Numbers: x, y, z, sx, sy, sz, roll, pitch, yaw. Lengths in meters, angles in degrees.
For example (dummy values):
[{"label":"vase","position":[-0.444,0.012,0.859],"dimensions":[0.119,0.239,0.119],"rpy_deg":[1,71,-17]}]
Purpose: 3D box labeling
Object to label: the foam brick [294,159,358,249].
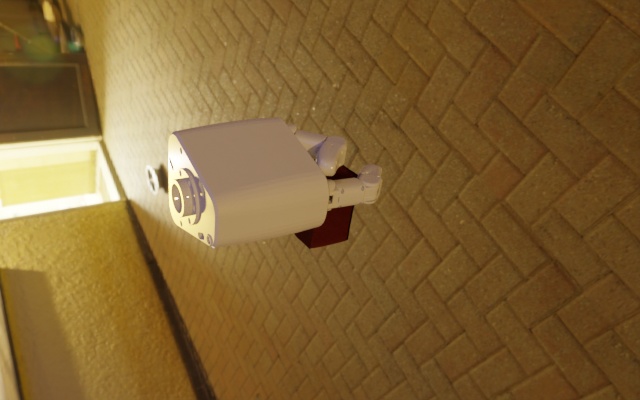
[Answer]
[{"label":"foam brick","position":[0.000,0.002,0.495],"dimensions":[0.051,0.078,0.053],"rpy_deg":[-13,35,-34]}]
